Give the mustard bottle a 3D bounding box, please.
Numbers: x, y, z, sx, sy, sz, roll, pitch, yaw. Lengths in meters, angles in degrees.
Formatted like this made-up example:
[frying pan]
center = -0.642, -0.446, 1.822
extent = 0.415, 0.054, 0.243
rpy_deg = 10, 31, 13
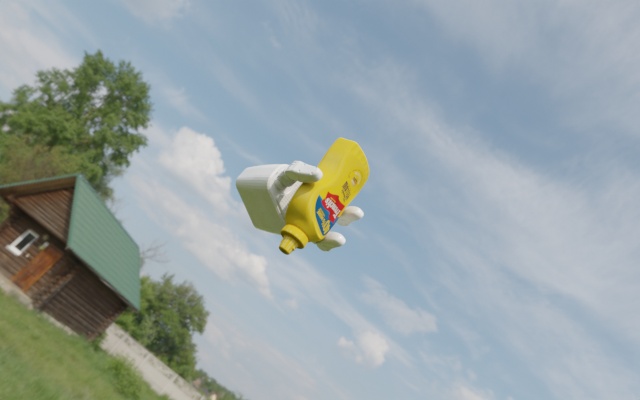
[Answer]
[mustard bottle]
center = 0.001, 0.002, 0.708
extent = 0.058, 0.191, 0.096
rpy_deg = 22, -30, 30
